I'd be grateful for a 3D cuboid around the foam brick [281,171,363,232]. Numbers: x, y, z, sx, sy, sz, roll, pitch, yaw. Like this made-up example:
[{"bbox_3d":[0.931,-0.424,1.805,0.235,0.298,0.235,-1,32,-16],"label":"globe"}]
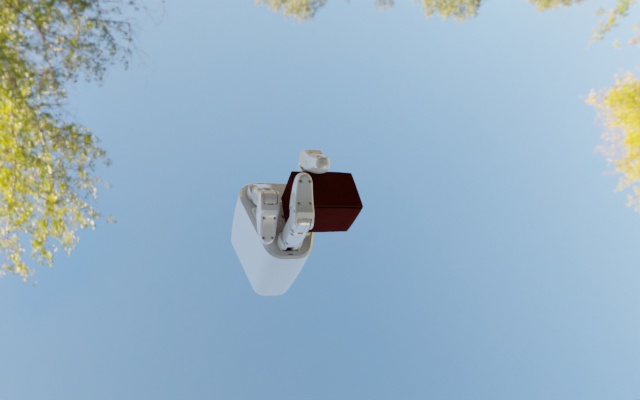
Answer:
[{"bbox_3d":[0.000,0.002,0.557,0.078,0.053,0.051,1,-38,-20],"label":"foam brick"}]
